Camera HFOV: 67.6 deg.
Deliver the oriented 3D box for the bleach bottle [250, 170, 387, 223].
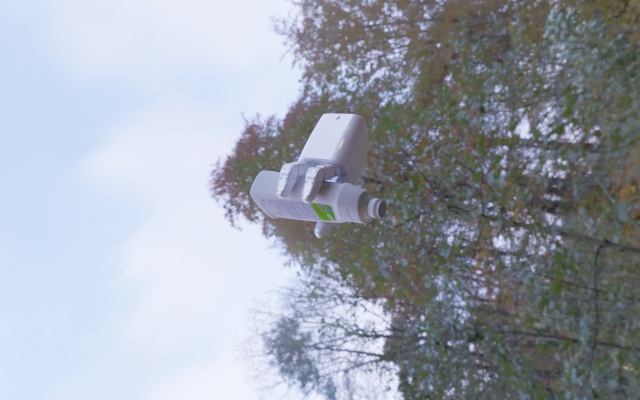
[{"bbox_3d":[0.000,0.003,0.829,0.251,0.068,0.103,9,-26,35],"label":"bleach bottle"}]
